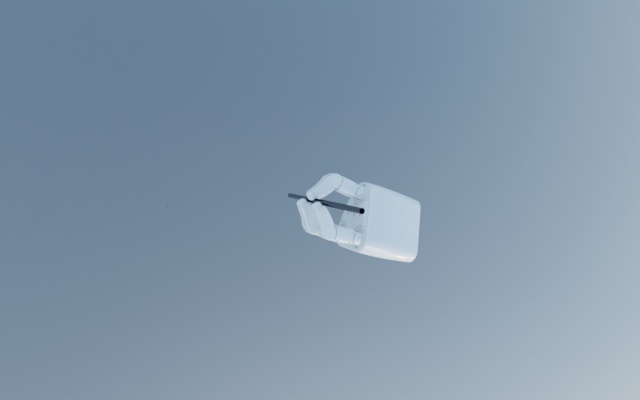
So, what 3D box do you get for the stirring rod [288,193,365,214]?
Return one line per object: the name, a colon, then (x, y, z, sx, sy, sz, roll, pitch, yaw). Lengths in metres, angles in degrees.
stirring rod: (0.000, 0.002, 0.707, 0.011, 0.011, 0.239, 0, 5, -26)
